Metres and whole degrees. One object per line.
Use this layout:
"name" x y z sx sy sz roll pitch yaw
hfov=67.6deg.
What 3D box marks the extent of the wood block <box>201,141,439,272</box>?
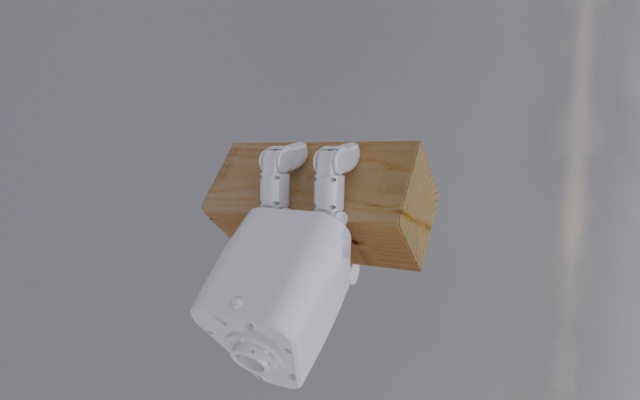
"wood block" 0.000 0.002 0.477 0.206 0.090 0.091 3 -33 28
